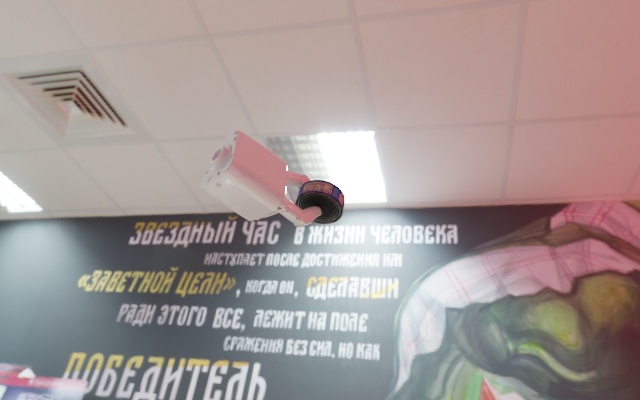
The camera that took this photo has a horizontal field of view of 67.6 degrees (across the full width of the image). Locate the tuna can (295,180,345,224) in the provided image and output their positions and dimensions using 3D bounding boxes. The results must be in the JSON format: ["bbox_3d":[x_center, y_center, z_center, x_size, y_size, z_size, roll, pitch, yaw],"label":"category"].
[{"bbox_3d":[0.000,0.002,0.844,0.086,0.033,0.086,9,-39,7],"label":"tuna can"}]
